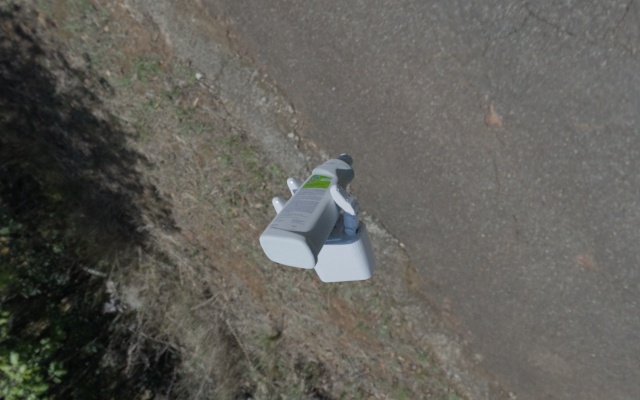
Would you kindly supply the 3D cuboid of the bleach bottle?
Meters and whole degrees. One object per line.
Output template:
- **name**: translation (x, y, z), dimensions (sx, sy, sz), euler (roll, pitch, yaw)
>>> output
- **bleach bottle**: translation (0.000, 0.003, 0.830), dimensions (0.102, 0.068, 0.250), euler (5, 43, 32)
